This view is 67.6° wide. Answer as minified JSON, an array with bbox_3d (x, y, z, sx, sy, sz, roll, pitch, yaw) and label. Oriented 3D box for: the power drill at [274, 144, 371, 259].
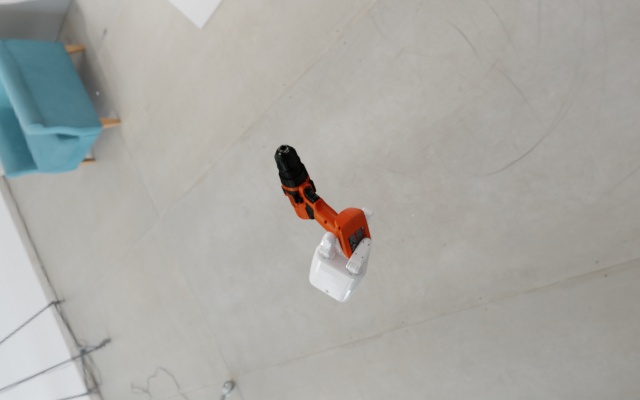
[{"bbox_3d":[0.000,0.003,0.825,0.187,0.057,0.185,41,-17,36],"label":"power drill"}]
